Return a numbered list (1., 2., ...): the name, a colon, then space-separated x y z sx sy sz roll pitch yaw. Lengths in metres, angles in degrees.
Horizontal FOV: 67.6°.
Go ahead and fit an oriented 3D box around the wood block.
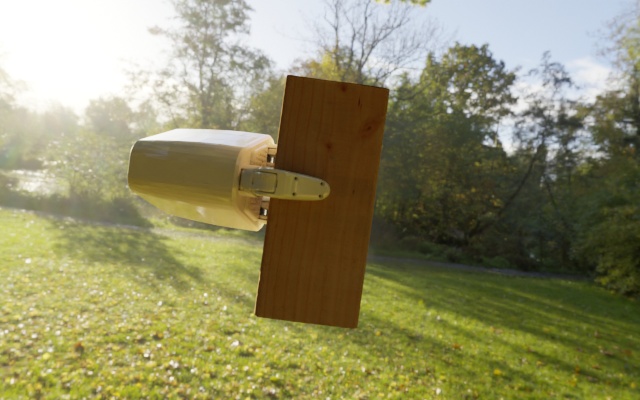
1. wood block: 0.000 0.001 0.444 0.090 0.206 0.091 7 1 -2
